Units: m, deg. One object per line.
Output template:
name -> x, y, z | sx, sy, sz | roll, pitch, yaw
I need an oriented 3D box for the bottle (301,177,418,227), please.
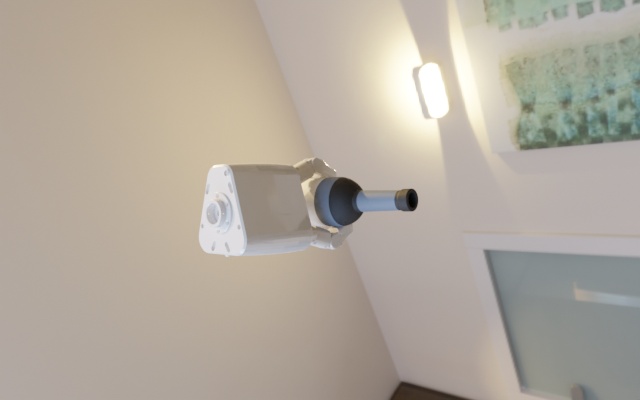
bottle -> 0.000, 0.002, 0.662 | 0.296, 0.069, 0.069 | -1, -1, 42
